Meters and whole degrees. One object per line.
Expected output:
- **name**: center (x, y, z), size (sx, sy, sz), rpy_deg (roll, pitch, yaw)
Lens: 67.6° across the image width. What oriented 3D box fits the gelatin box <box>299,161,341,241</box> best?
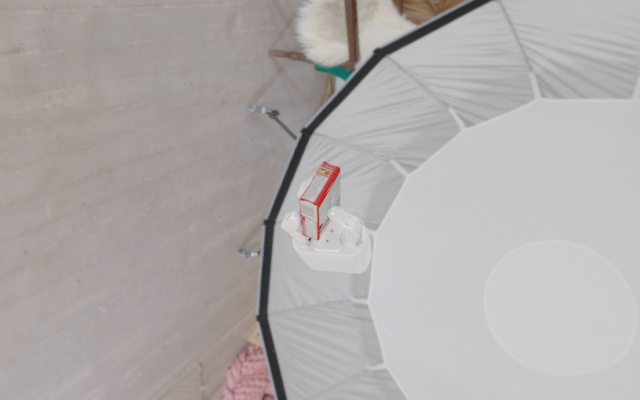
- **gelatin box**: center (0.001, 0.002, 0.662), size (0.030, 0.073, 0.089), rpy_deg (21, -33, 16)
